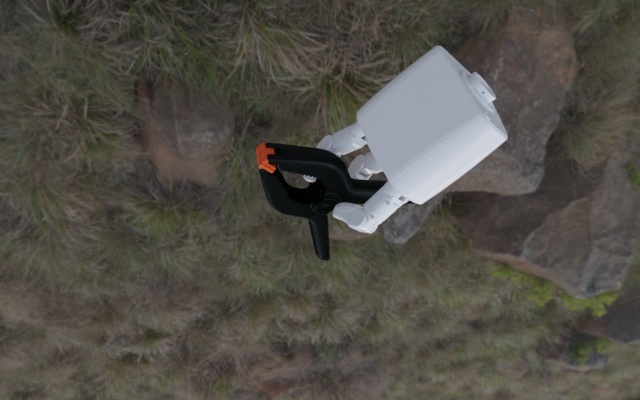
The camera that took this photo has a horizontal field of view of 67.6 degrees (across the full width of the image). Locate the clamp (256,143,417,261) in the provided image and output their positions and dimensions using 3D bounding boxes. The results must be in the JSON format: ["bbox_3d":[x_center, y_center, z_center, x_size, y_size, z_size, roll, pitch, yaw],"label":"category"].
[{"bbox_3d":[0.000,0.002,0.547,0.210,0.036,0.164,25,-54,-38],"label":"clamp"}]
